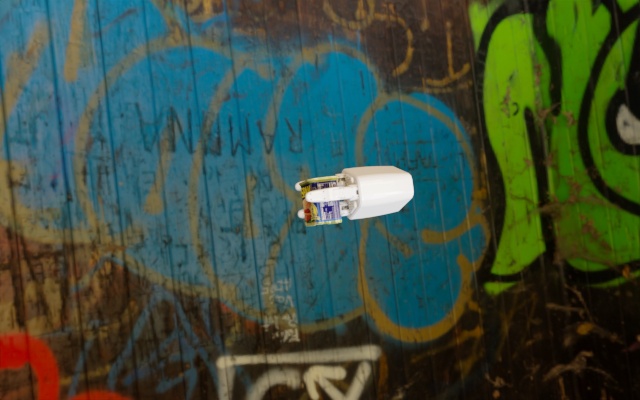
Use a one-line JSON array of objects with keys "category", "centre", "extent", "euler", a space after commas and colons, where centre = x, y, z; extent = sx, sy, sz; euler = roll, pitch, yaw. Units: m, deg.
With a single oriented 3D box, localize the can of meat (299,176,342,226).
[{"category": "can of meat", "centre": [0.000, 0.003, 0.886], "extent": [0.057, 0.084, 0.102], "euler": [-7, -2, -16]}]
